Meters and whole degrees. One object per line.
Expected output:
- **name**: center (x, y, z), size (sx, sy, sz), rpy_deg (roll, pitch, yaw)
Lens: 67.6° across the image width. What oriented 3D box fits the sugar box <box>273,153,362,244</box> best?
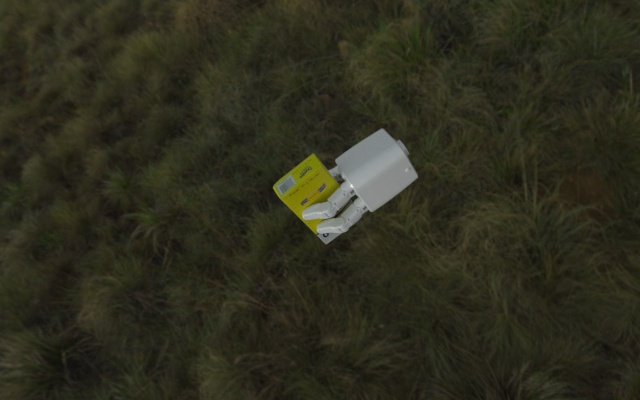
- **sugar box**: center (0.000, 0.003, 0.863), size (0.176, 0.093, 0.048), rpy_deg (48, 7, -45)
